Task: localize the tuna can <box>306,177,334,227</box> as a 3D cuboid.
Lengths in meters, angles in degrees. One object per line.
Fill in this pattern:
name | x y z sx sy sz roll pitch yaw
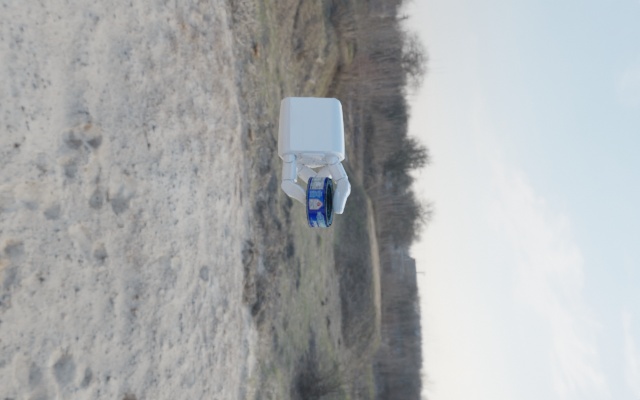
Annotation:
tuna can | 0.001 0.003 0.802 0.034 0.086 0.086 0 0 10
